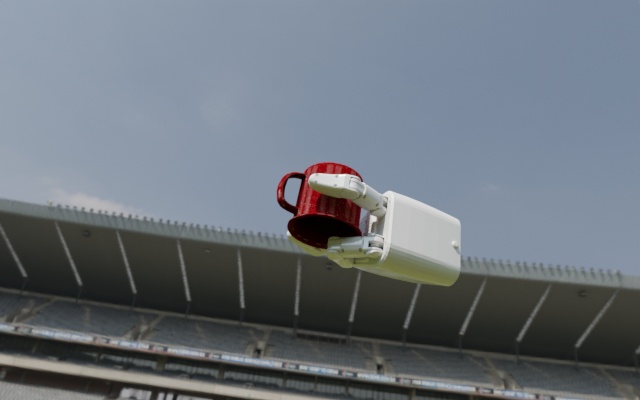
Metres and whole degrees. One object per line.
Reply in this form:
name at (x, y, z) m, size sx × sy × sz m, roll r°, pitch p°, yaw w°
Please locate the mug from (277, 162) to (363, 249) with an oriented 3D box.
mug at (-0.001, 0.001, 0.599) m, size 0.117 × 0.081 × 0.093 m, roll 21°, pitch -32°, yaw -17°
